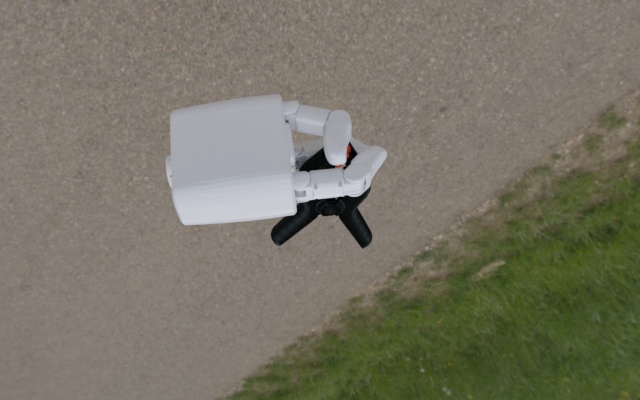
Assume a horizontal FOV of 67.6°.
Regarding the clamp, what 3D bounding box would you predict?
[{"bbox_3d":[0.000,0.002,0.518,0.120,0.039,0.172,-8,-41,-4],"label":"clamp"}]
